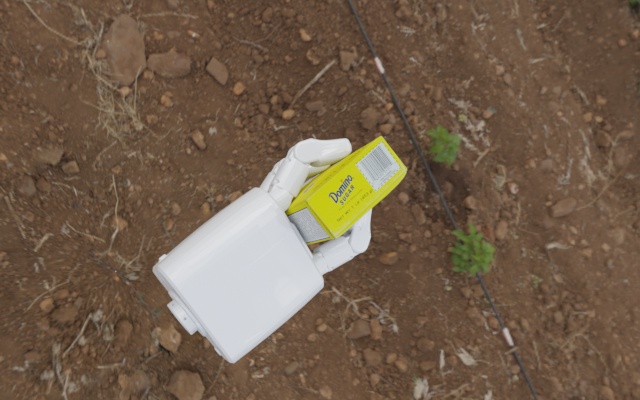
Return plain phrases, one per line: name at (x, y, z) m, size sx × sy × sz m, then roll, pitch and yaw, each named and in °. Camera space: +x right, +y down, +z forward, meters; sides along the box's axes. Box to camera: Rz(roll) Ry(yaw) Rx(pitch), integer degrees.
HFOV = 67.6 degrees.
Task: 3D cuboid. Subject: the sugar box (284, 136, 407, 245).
sugar box at (0.000, 0.001, 0.461) m, size 0.093 × 0.048 × 0.176 m, roll -40°, pitch 9°, yaw -23°
